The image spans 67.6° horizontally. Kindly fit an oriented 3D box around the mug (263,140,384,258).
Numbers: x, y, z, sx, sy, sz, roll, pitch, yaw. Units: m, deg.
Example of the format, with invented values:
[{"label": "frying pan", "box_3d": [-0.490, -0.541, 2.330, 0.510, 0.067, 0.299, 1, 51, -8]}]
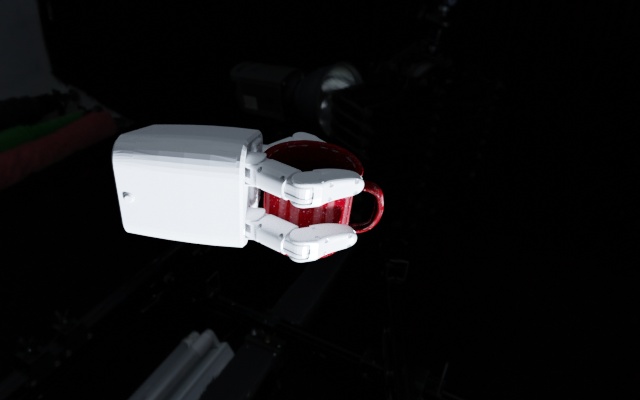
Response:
[{"label": "mug", "box_3d": [0.001, 0.002, 0.447, 0.117, 0.081, 0.093, 7, 33, 0]}]
